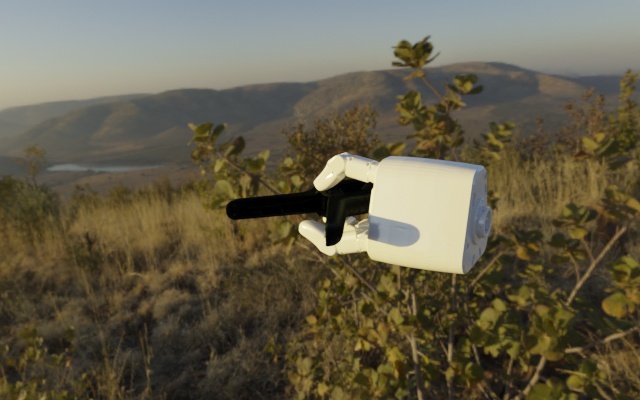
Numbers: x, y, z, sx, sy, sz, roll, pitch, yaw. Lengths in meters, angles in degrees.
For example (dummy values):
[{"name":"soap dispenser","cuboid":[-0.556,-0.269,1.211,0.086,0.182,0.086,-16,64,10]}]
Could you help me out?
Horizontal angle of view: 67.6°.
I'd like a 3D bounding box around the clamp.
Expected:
[{"name":"clamp","cuboid":[0.001,0.001,0.594,0.164,0.036,0.210,10,20,31]}]
